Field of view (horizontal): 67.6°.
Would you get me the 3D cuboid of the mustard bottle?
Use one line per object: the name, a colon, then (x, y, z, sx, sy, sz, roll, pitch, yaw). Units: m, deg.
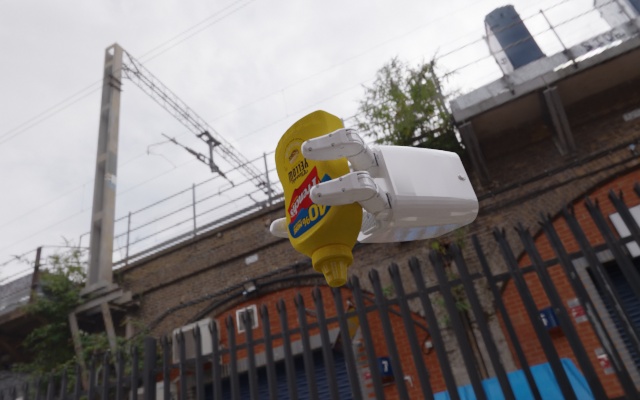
mustard bottle: (0.000, 0.001, 0.512, 0.058, 0.191, 0.096, 18, -43, -39)
